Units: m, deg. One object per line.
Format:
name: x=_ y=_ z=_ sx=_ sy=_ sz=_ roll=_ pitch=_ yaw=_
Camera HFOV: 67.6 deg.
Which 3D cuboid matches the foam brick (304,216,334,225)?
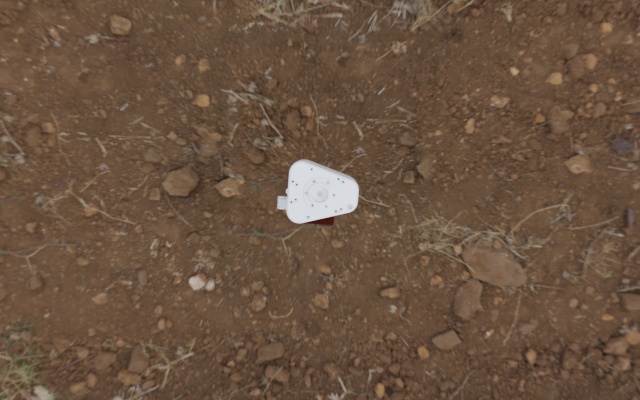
foam brick: x=0.000 y=0.003 z=0.836 sx=0.053 sy=0.078 sz=0.051 roll=4 pitch=4 yaw=3
